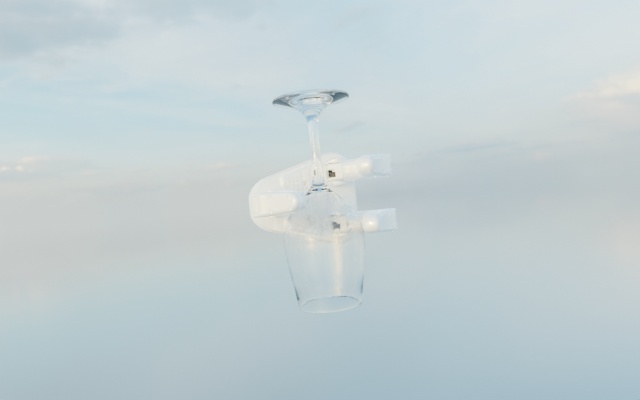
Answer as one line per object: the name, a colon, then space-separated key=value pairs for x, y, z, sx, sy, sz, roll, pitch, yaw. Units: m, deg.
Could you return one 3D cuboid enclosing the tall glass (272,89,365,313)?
tall glass: x=0.000 y=0.001 z=0.459 sx=0.079 sy=0.201 sz=0.079 roll=-6 pitch=0 yaw=0
